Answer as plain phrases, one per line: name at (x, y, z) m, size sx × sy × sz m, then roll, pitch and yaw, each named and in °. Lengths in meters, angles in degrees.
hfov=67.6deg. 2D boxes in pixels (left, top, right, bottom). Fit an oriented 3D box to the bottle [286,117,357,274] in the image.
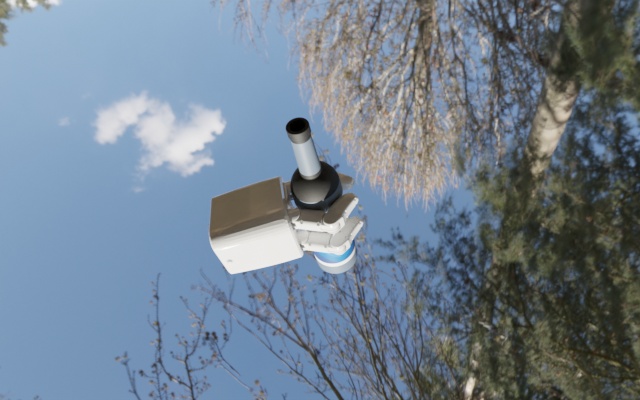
bottle at (0.000, 0.002, 0.653) m, size 0.069 × 0.069 × 0.296 m, roll 0°, pitch -36°, yaw 13°
